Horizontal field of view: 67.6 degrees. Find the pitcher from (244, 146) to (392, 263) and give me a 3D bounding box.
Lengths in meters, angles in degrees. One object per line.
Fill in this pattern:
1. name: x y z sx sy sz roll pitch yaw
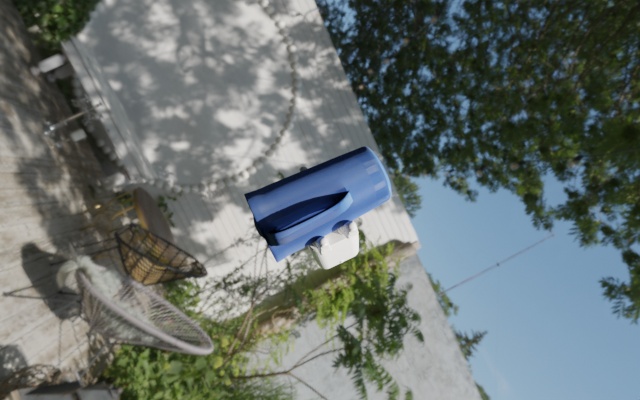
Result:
1. pitcher: 0.000 0.003 0.837 0.243 0.149 0.145 -26 -30 -6
